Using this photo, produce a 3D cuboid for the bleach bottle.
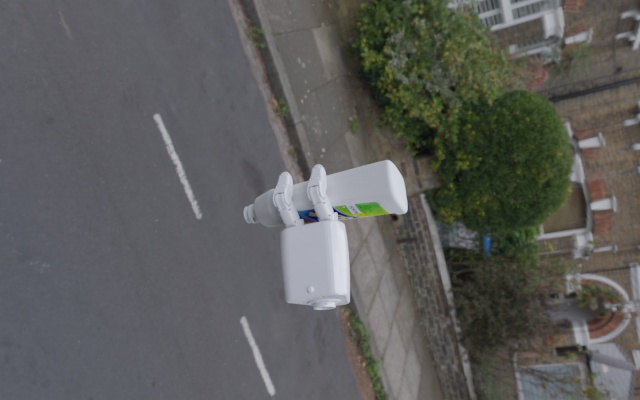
[{"bbox_3d":[0.000,0.002,0.744,0.251,0.068,0.102,-12,-22,20],"label":"bleach bottle"}]
